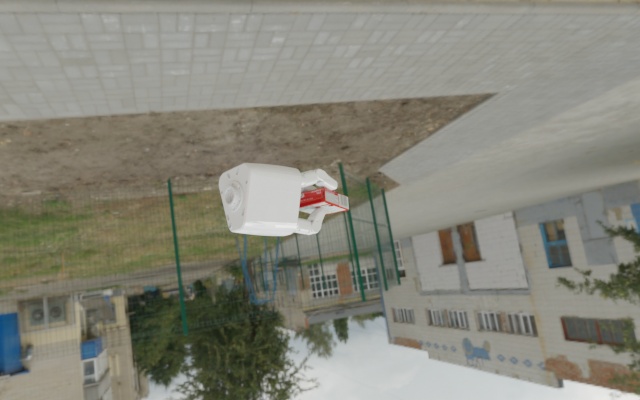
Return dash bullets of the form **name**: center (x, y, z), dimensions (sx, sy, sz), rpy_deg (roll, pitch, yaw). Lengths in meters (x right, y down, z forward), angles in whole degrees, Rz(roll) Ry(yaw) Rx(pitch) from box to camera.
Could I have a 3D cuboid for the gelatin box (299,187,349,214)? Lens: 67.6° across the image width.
- **gelatin box**: center (0.000, 0.003, 0.896), dimensions (0.073, 0.030, 0.089), rpy_deg (-12, -18, 32)
